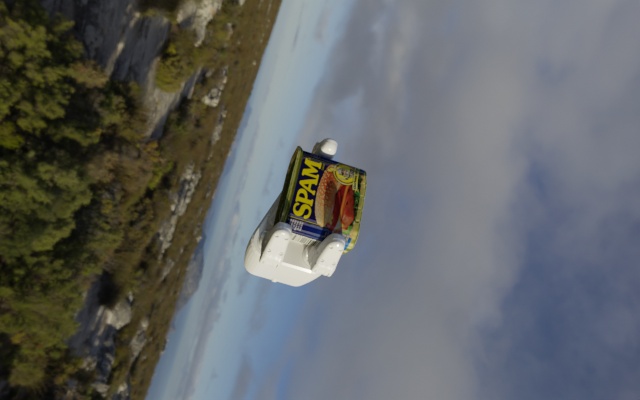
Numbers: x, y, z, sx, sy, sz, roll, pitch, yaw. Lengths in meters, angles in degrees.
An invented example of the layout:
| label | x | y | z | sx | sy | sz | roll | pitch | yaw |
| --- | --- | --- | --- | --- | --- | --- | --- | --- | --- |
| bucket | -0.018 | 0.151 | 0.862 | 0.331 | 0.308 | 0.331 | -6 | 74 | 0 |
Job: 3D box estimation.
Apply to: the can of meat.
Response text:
| label | x | y | z | sx | sy | sz | roll | pitch | yaw |
| --- | --- | --- | --- | --- | --- | --- | --- | --- | --- |
| can of meat | 0.000 | 0.002 | 0.524 | 0.084 | 0.102 | 0.057 | 17 | -26 | -10 |
